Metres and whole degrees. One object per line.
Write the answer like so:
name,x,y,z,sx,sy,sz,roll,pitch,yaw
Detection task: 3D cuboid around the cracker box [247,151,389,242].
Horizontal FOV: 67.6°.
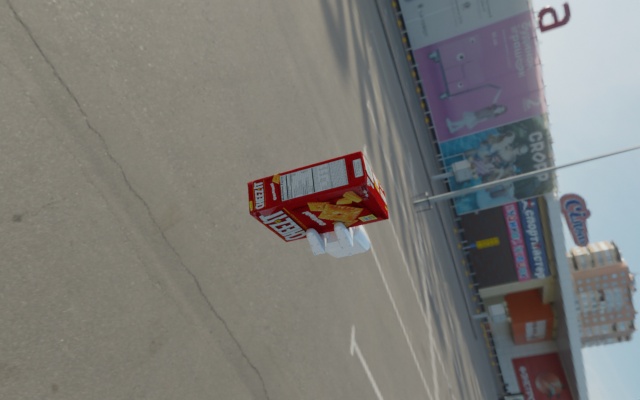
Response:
cracker box,0.000,0.003,0.866,0.214,0.072,0.164,-15,-28,15
